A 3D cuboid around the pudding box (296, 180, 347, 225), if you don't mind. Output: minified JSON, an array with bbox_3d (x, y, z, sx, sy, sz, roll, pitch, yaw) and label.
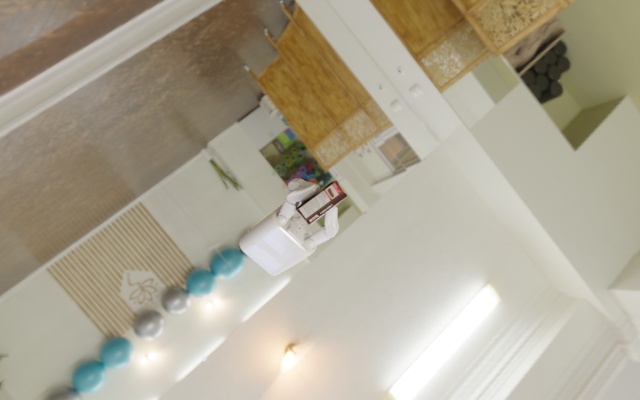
[{"bbox_3d":[0.000,0.003,0.885,0.090,0.039,0.113,-37,5,-2],"label":"pudding box"}]
